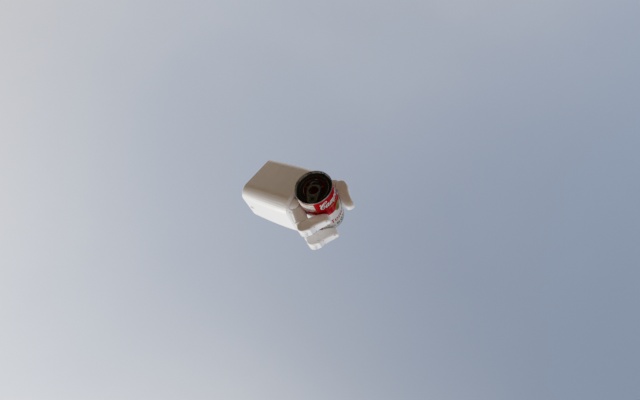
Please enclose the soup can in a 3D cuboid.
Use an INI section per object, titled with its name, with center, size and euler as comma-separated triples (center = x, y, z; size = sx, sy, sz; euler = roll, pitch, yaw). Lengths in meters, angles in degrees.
[soup can]
center = 0.001, 0.003, 0.856
size = 0.068, 0.068, 0.102
euler = 0, -31, 17
